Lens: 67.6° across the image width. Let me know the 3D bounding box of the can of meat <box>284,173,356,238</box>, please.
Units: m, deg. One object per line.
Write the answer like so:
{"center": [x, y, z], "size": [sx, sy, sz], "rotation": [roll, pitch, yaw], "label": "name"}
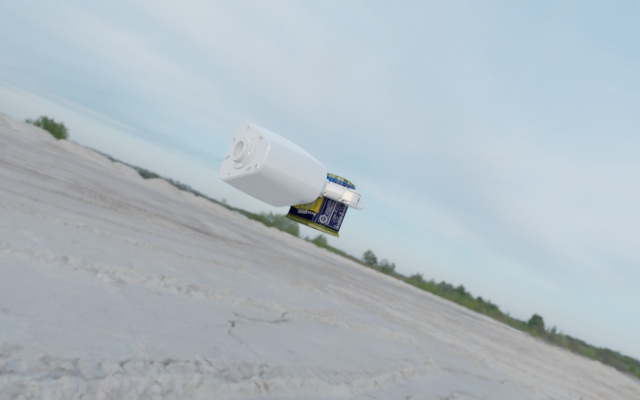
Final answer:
{"center": [0.000, 0.002, 0.734], "size": [0.057, 0.084, 0.102], "rotation": [25, -6, -34], "label": "can of meat"}
